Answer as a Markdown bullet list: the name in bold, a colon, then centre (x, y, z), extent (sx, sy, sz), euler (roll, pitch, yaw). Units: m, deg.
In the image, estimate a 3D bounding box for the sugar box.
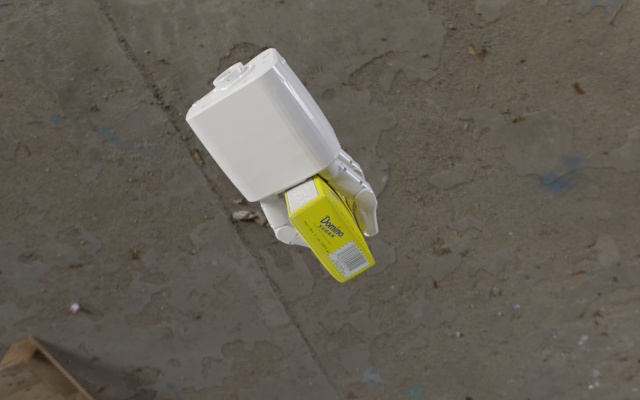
- **sugar box**: centre (0.000, 0.001, 0.512), extent (0.048, 0.093, 0.176), euler (-32, 26, 9)
